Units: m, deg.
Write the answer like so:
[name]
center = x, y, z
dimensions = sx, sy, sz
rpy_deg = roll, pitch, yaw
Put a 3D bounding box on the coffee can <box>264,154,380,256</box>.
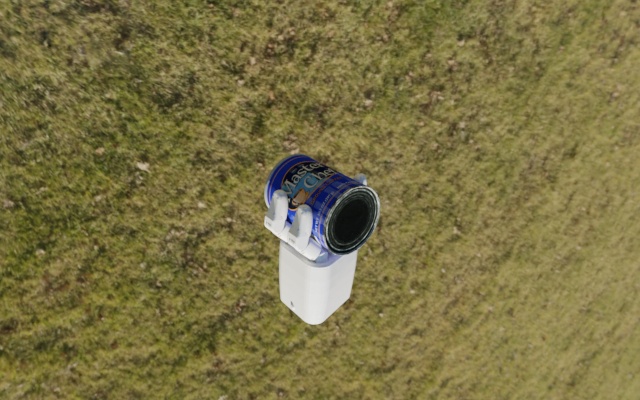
[coffee can]
center = 0.000, 0.002, 0.685
dimensions = 0.103, 0.103, 0.140
rpy_deg = 0, 22, -43
